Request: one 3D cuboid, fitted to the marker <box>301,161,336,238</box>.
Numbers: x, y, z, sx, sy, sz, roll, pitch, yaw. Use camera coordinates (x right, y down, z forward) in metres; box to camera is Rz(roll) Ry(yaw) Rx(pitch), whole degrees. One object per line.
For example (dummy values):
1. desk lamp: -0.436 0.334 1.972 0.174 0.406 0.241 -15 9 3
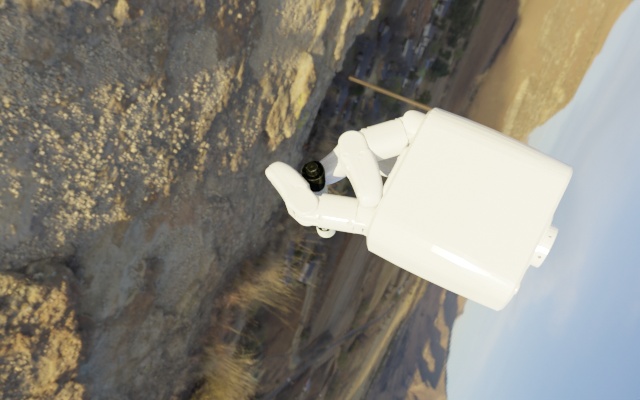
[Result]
1. marker: 0.000 0.001 0.426 0.020 0.020 0.121 0 -27 7
